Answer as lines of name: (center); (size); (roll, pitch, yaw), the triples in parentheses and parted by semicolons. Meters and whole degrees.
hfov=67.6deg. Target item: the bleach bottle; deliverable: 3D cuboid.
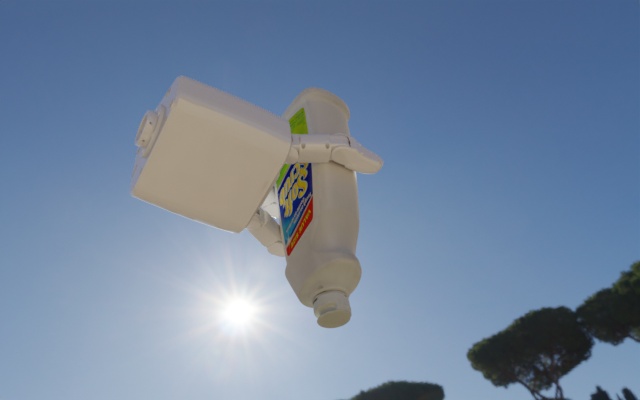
bleach bottle: (0.000, 0.002, 0.469); (0.068, 0.250, 0.103); (22, -51, -30)
